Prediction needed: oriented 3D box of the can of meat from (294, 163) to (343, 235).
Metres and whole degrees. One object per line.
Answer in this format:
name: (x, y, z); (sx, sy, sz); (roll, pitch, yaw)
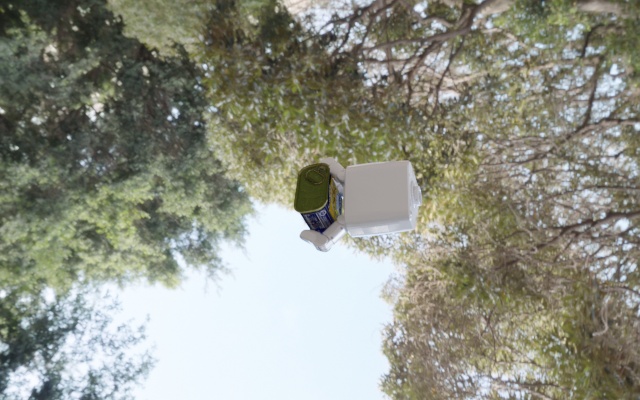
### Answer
can of meat: (0.000, 0.003, 0.801); (0.057, 0.102, 0.084); (-10, -42, 18)
